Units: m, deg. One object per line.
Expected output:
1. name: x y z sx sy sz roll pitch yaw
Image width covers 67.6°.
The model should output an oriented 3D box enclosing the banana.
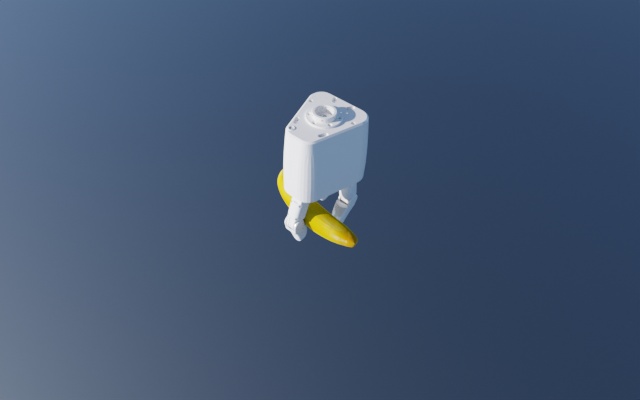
1. banana: -0.017 0.003 0.727 0.069 0.037 0.197 -8 42 -30
